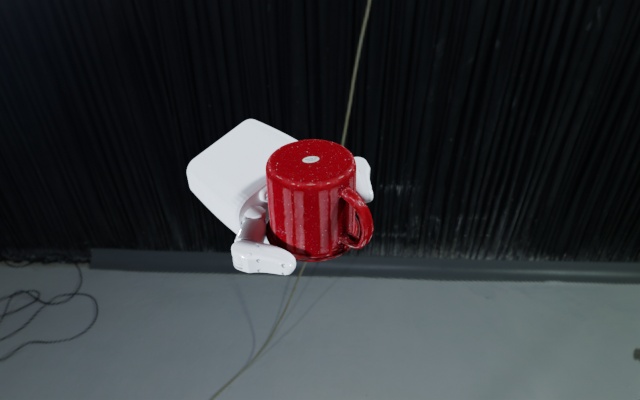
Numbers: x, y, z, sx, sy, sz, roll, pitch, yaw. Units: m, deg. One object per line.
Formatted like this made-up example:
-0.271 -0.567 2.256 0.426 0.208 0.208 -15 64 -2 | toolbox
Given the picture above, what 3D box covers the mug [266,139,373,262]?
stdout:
0.001 0.002 0.438 0.093 0.082 0.117 -30 46 -33 | mug
